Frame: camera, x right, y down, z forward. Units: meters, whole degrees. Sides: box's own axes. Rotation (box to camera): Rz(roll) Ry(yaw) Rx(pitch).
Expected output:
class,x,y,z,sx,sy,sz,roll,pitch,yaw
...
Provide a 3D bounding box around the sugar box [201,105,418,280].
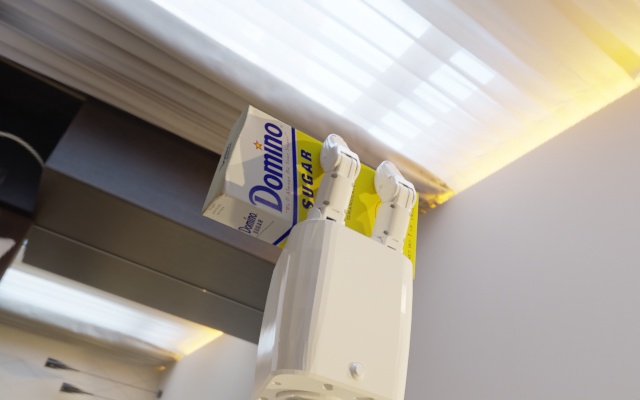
class,x,y,z,sx,sy,sz,roll,pitch,yaw
sugar box,0.000,0.001,0.400,0.176,0.093,0.048,26,-38,-22
